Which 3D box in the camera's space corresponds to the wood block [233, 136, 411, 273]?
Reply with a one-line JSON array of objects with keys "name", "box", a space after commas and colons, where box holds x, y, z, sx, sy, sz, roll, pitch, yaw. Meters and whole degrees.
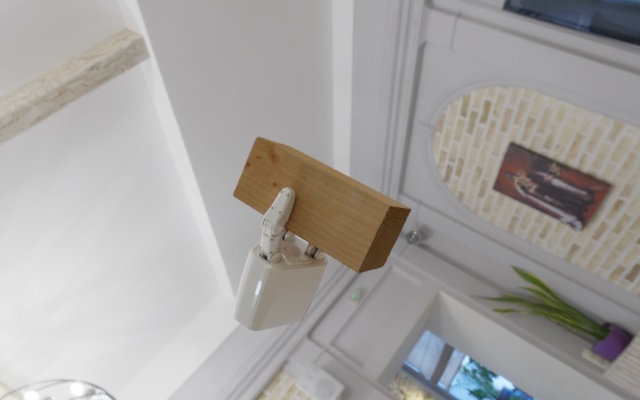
[{"name": "wood block", "box": [0.000, 0.002, 0.628, 0.206, 0.090, 0.091, 29, 11, 25]}]
